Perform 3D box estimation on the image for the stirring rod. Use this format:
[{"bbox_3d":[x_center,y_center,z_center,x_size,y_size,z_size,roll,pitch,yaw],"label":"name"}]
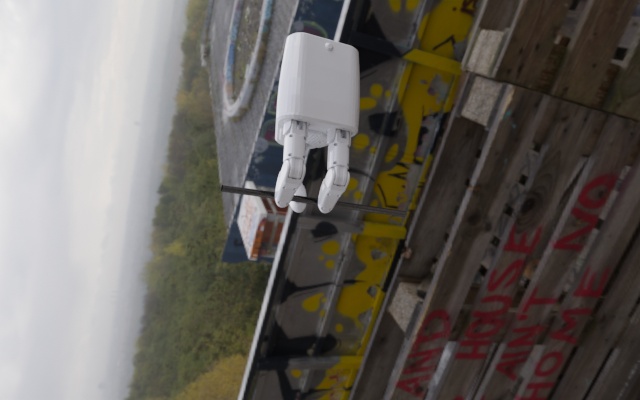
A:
[{"bbox_3d":[0.000,0.002,0.579,0.239,0.011,0.011,8,-3,-22],"label":"stirring rod"}]
